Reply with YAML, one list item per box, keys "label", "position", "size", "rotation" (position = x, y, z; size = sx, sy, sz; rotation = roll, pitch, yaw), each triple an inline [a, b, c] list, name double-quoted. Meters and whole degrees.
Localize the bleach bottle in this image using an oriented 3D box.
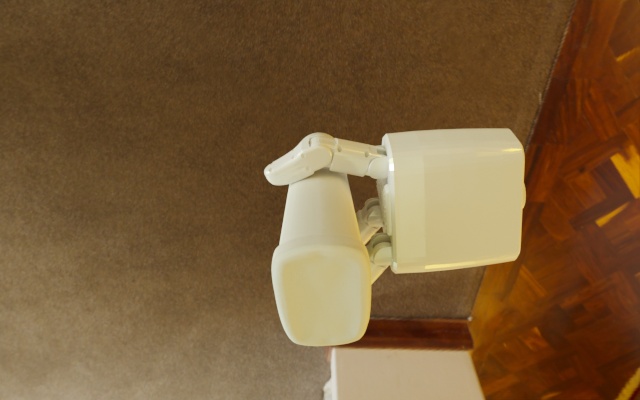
- label: "bleach bottle"
  position: [0.000, 0.002, 0.433]
  size: [0.068, 0.103, 0.250]
  rotation: [-3, 34, 1]
